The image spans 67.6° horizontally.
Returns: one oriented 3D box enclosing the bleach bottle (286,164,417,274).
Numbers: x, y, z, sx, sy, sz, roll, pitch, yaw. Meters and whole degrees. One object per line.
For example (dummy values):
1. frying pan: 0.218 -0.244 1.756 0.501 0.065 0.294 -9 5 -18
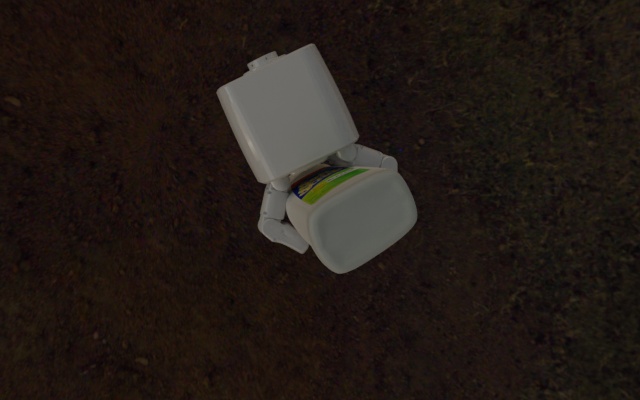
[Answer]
1. bleach bottle: 0.000 0.002 0.517 0.102 0.068 0.251 -30 15 -13
